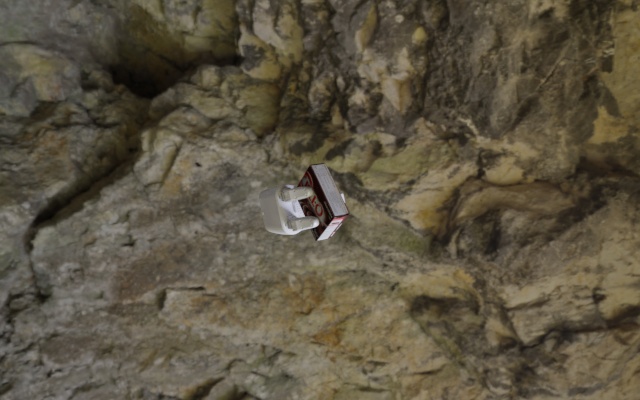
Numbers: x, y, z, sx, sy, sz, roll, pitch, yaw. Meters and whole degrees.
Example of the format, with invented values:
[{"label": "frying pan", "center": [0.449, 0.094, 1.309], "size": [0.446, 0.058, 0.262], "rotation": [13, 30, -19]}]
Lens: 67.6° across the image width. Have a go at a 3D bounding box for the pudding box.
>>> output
[{"label": "pudding box", "center": [0.000, 0.003, 0.857], "size": [0.039, 0.113, 0.090], "rotation": [-14, -25, -30]}]
